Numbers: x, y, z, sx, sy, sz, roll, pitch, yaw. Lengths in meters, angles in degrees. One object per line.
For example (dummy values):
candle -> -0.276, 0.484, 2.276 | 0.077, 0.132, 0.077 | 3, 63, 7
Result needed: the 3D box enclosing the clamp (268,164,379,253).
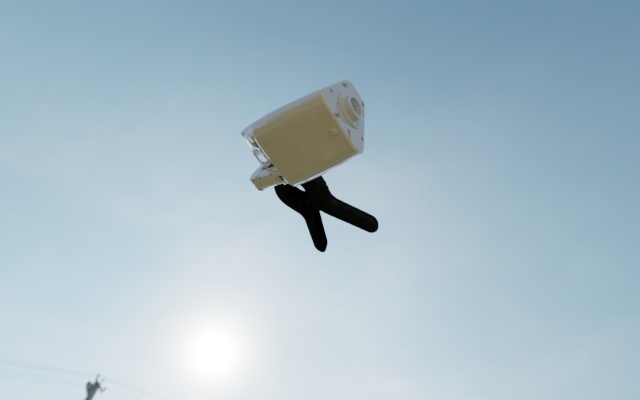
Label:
clamp -> 0.000, 0.002, 0.671 | 0.120, 0.171, 0.039 | -21, 31, 32
